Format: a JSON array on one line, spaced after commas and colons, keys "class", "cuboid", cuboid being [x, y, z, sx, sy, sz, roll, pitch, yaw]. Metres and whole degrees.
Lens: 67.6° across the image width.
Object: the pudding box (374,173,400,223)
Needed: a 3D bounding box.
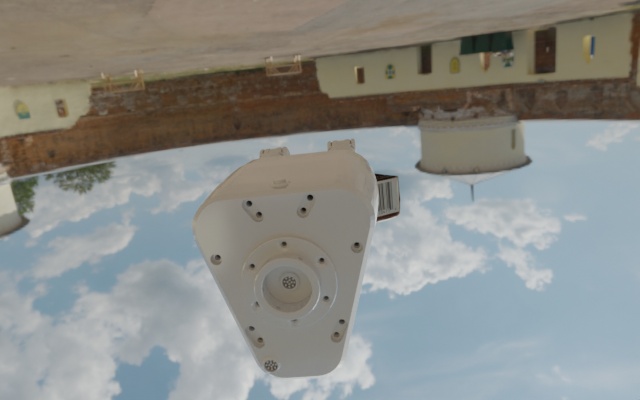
[{"class": "pudding box", "cuboid": [0.000, 0.002, 0.423, 0.113, 0.039, 0.090, -10, 11, -23]}]
